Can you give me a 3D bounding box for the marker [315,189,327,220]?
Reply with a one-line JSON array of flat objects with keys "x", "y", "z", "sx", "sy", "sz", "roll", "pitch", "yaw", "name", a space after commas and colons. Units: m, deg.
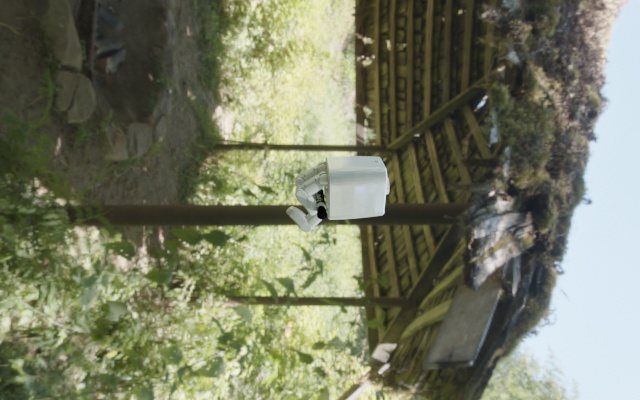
[{"x": 0.000, "y": 0.003, "z": 0.894, "sx": 0.020, "sy": 0.020, "sz": 0.121, "roll": 0, "pitch": 24, "yaw": -3, "name": "marker"}]
